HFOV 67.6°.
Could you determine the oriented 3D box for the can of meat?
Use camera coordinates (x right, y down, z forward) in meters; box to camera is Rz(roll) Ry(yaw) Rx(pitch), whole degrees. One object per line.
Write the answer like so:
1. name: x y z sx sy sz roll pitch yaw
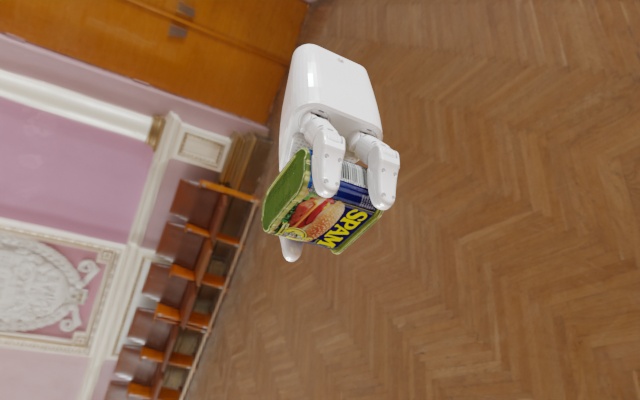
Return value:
1. can of meat: 0.000 0.002 0.458 0.084 0.057 0.102 17 -40 -24
